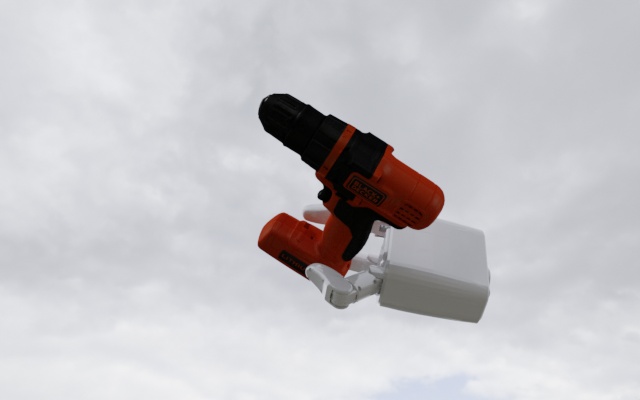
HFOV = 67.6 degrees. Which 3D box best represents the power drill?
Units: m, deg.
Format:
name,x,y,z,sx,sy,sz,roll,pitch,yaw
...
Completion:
name,x,y,z,sx,sy,sz,roll,pitch,yaw
power drill,0.000,0.002,0.472,0.184,0.057,0.188,33,-41,-1
